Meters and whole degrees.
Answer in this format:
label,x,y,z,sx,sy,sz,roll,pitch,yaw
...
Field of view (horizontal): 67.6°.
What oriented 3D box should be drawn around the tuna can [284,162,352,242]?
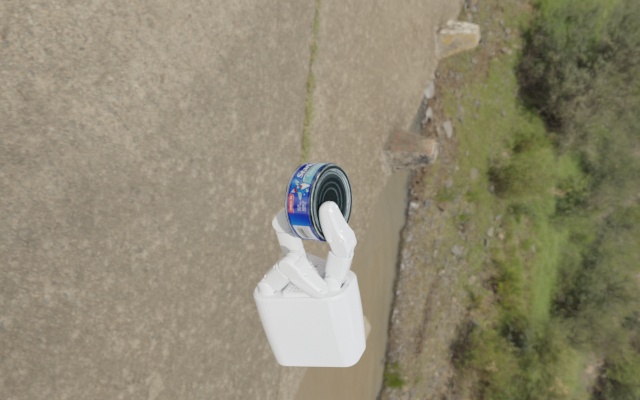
label,x,y,z,sx,sy,sz,roll,pitch,yaw
tuna can,0.001,0.002,0.518,0.034,0.086,0.086,3,2,34
